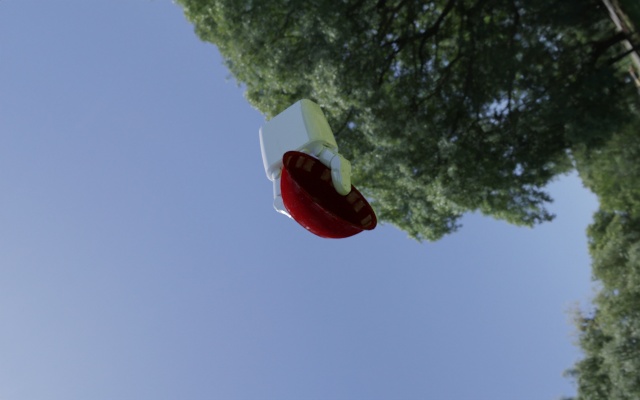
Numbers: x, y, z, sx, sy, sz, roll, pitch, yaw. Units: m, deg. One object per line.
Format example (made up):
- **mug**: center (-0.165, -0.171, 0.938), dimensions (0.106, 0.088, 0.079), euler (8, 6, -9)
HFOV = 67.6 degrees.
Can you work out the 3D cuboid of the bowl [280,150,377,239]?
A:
- **bowl**: center (0.000, 0.003, 0.665), dimensions (0.162, 0.055, 0.162), euler (33, 20, -14)
